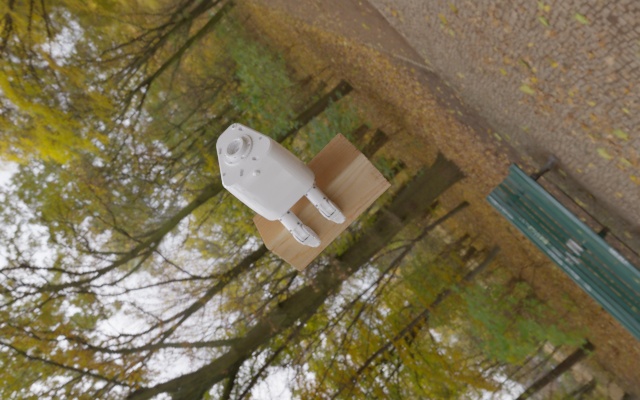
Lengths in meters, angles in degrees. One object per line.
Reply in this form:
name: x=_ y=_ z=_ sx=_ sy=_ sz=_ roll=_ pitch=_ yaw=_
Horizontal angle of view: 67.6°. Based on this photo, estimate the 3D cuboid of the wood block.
wood block: x=0.000 y=0.002 z=0.785 sx=0.090 sy=0.206 sz=0.090 roll=41 pitch=8 yaw=-38
